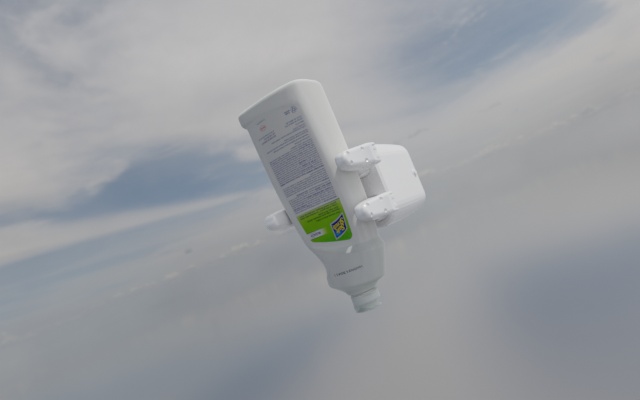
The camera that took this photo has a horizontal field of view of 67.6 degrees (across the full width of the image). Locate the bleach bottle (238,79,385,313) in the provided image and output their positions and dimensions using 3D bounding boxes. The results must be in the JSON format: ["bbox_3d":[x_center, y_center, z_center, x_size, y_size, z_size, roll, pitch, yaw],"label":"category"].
[{"bbox_3d":[0.000,0.002,0.524,0.102,0.251,0.068,-24,-5,34],"label":"bleach bottle"}]
